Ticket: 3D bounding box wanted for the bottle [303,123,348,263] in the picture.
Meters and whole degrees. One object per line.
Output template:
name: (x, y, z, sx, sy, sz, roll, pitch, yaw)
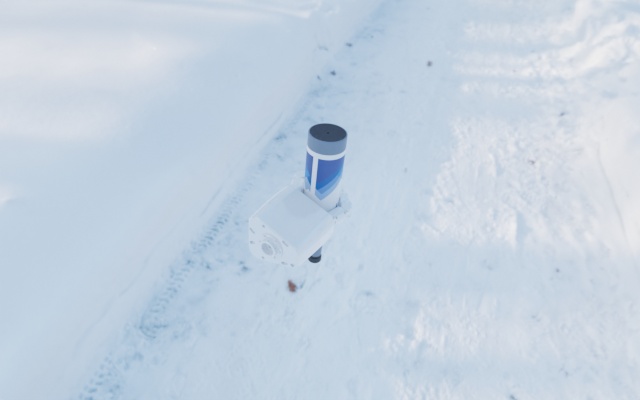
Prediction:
bottle: (0.000, 0.003, 0.885, 0.069, 0.296, 0.069, 4, 38, -3)
